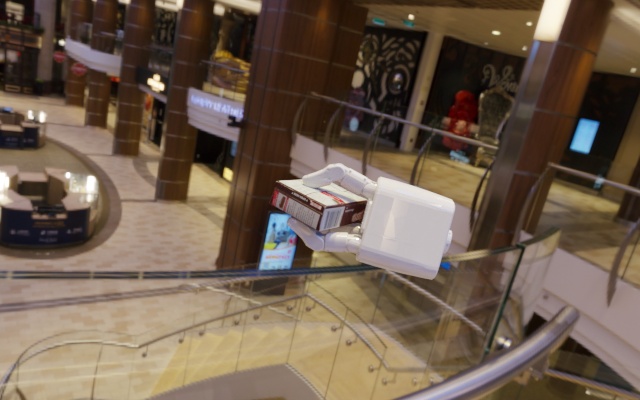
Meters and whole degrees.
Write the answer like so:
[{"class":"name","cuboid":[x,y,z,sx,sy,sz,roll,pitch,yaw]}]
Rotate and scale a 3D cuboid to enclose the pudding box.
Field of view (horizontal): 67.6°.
[{"class":"pudding box","cuboid":[0.000,0.002,0.663,0.090,0.039,0.113,27,18,30]}]
